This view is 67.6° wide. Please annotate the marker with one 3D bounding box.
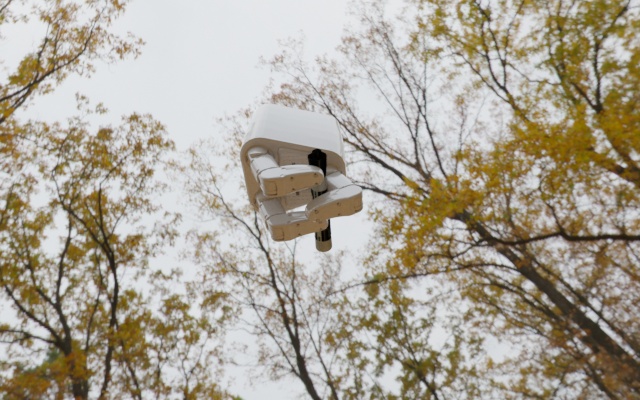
[{"bbox_3d":[0.000,0.002,0.496,0.020,0.121,0.020,-3,34,2],"label":"marker"}]
